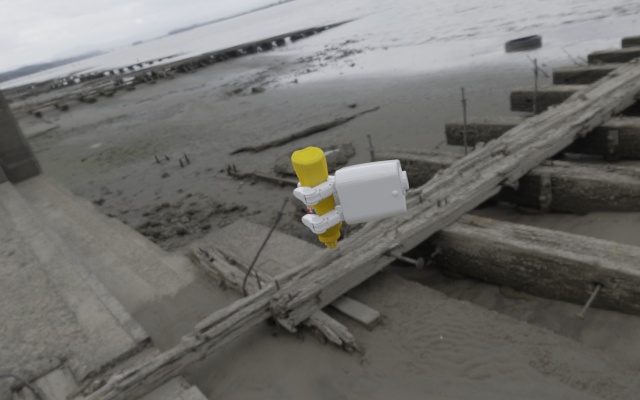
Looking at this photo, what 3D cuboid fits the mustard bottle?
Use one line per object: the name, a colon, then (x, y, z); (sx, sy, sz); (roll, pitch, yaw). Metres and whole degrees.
mustard bottle: (0.000, 0.003, 0.875); (0.058, 0.192, 0.096); (-20, 23, -9)
